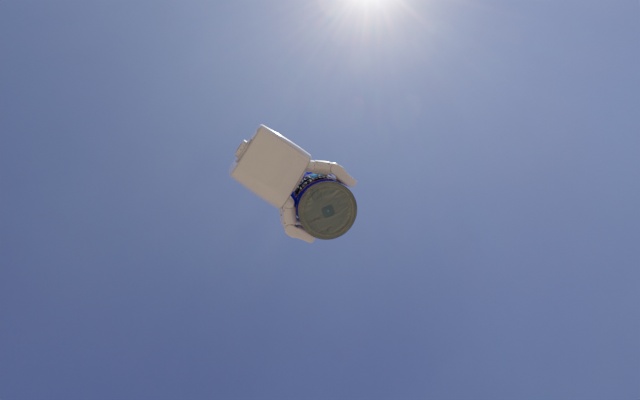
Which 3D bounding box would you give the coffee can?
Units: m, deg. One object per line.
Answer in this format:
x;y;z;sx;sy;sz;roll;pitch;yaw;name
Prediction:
0.000;0.003;0.877;0.103;0.103;0.140;0;13;-11;coffee can
